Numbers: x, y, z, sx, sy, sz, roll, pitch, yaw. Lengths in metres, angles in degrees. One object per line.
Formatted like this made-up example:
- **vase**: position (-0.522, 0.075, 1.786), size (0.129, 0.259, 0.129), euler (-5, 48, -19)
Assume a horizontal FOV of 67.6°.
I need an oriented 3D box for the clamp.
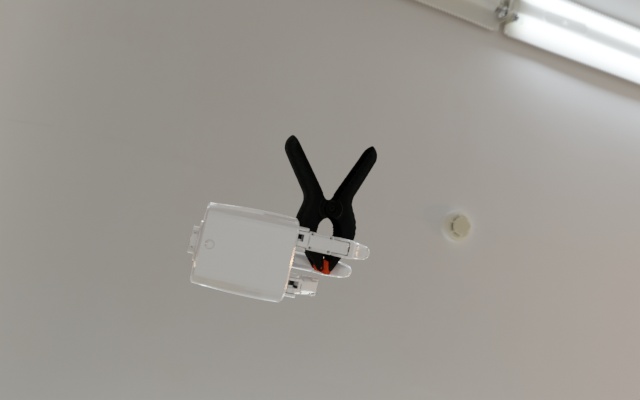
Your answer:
- **clamp**: position (0.000, 0.002, 0.589), size (0.120, 0.171, 0.039), euler (14, -6, -14)
